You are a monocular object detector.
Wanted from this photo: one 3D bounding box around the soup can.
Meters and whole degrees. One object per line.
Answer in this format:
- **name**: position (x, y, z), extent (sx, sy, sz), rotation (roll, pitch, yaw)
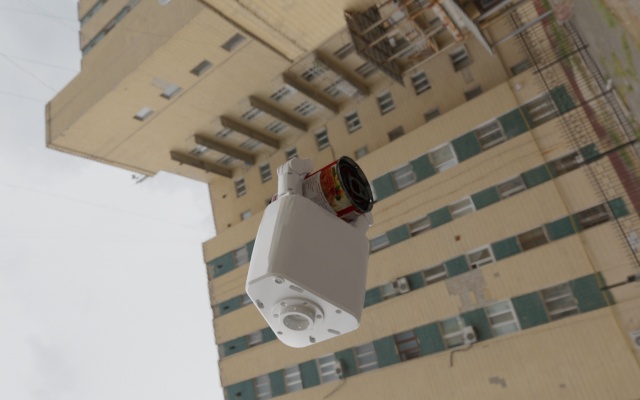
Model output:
- **soup can**: position (0.000, 0.002, 0.547), extent (0.102, 0.068, 0.068), rotation (-27, -13, 28)
